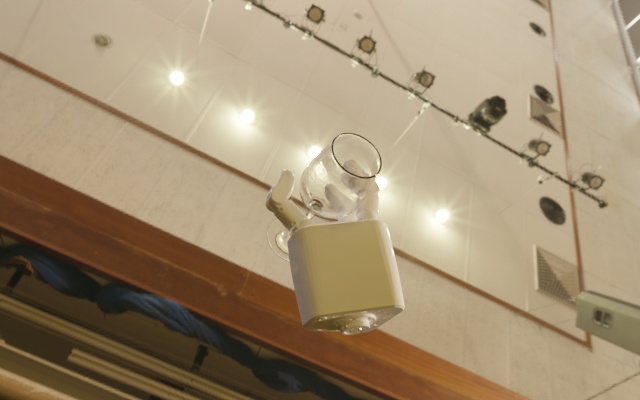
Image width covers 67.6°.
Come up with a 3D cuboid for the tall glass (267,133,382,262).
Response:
[{"bbox_3d":[0.000,0.002,0.592,0.079,0.079,0.201,0,-32,-28],"label":"tall glass"}]
